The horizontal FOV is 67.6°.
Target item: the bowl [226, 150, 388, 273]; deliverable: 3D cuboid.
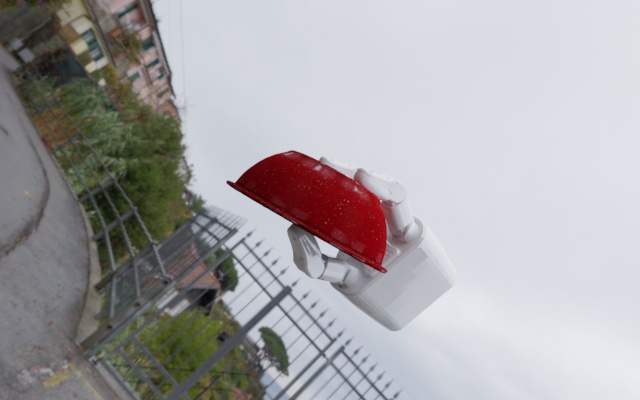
[{"bbox_3d":[0.000,0.001,0.423,0.162,0.055,0.162,29,-2,1],"label":"bowl"}]
